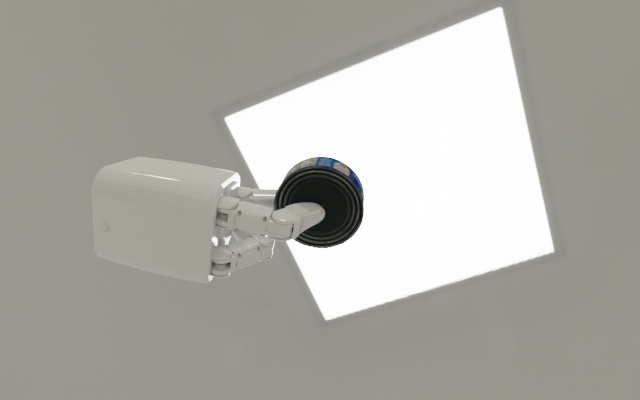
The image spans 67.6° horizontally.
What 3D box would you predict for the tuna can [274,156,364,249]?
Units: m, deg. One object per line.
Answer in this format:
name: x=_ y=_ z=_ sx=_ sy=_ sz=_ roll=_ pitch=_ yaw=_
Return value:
tuna can: x=0.000 y=0.001 z=0.463 sx=0.086 sy=0.086 sz=0.033 roll=0 pitch=25 yaw=7
